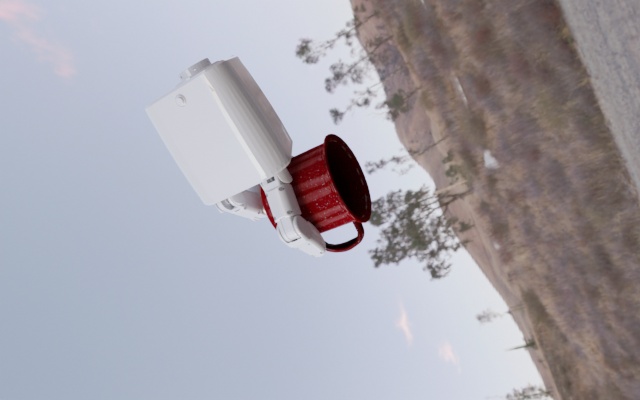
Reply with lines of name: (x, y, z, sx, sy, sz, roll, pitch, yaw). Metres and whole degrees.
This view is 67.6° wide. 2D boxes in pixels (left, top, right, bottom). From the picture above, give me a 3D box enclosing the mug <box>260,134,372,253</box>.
mug: (0.001, 0.003, 0.483, 0.081, 0.117, 0.093, -22, 18, 24)
